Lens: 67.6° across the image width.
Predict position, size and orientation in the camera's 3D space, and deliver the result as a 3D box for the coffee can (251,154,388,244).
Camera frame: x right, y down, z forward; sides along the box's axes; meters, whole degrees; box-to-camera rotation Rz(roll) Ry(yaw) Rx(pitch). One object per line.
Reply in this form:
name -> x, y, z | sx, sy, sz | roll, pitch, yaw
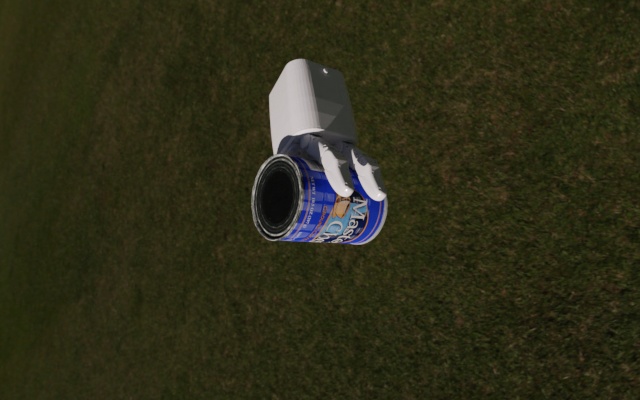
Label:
coffee can -> 0.000, 0.002, 0.599 | 0.140, 0.103, 0.103 | 6, -4, -40
